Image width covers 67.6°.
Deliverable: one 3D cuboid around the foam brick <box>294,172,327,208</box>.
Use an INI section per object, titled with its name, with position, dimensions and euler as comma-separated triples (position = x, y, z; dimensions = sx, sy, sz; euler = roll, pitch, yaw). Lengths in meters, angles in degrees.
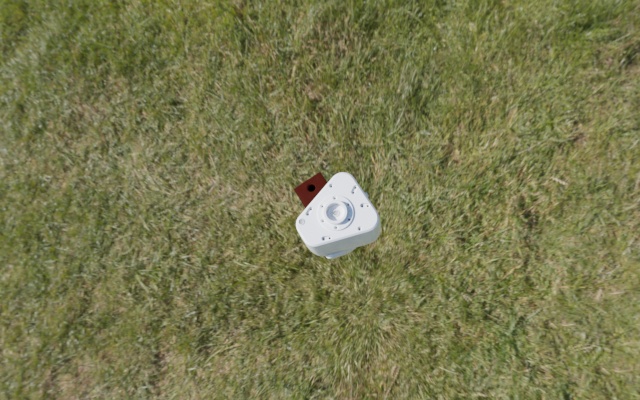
[foam brick]
position = 0.000, 0.002, 0.779
dimensions = 0.053, 0.078, 0.051
euler = -33, -13, -1
